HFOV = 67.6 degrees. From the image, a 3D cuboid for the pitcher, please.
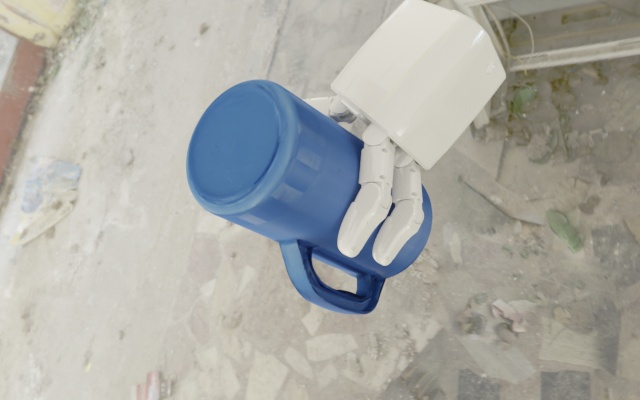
[{"bbox_3d":[0.000,0.001,0.437,0.149,0.145,0.243,48,12,35],"label":"pitcher"}]
